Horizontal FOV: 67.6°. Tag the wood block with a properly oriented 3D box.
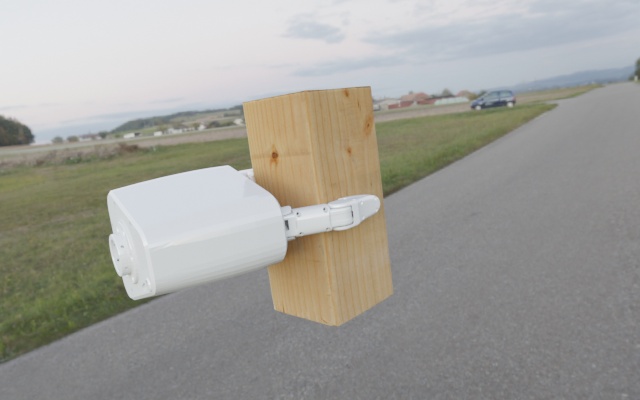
[{"bbox_3d":[0.000,0.001,0.462,0.091,0.206,0.090,2,14,44],"label":"wood block"}]
